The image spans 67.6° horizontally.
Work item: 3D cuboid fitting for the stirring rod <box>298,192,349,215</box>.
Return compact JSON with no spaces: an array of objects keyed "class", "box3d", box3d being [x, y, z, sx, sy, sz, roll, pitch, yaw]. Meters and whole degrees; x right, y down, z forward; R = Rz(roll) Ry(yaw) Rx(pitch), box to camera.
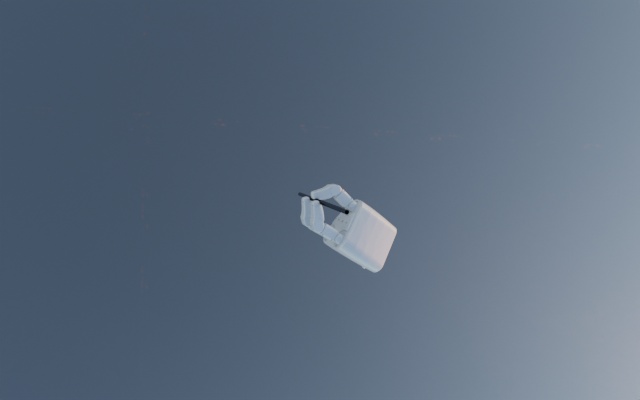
[{"class":"stirring rod","box3d":[0.000,0.003,0.898,0.011,0.011,0.239,0,8,-22]}]
